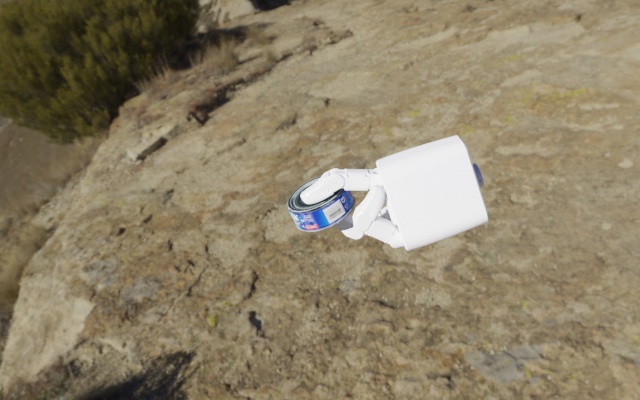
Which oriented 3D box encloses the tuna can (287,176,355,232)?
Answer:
[{"bbox_3d":[0.000,0.002,0.629,0.086,0.034,0.086,-21,28,12],"label":"tuna can"}]
